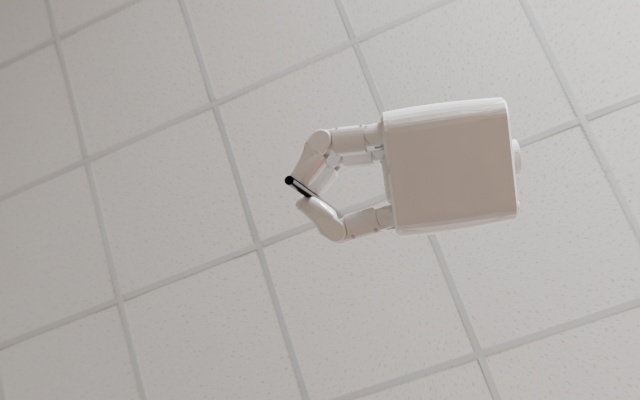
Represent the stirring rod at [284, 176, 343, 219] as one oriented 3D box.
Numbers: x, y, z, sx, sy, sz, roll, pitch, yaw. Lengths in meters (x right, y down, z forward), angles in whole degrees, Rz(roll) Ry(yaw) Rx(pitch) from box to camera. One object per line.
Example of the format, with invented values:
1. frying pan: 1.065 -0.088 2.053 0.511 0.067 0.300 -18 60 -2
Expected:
1. stirring rod: 0.000 0.002 0.506 0.011 0.011 0.239 0 -9 12
